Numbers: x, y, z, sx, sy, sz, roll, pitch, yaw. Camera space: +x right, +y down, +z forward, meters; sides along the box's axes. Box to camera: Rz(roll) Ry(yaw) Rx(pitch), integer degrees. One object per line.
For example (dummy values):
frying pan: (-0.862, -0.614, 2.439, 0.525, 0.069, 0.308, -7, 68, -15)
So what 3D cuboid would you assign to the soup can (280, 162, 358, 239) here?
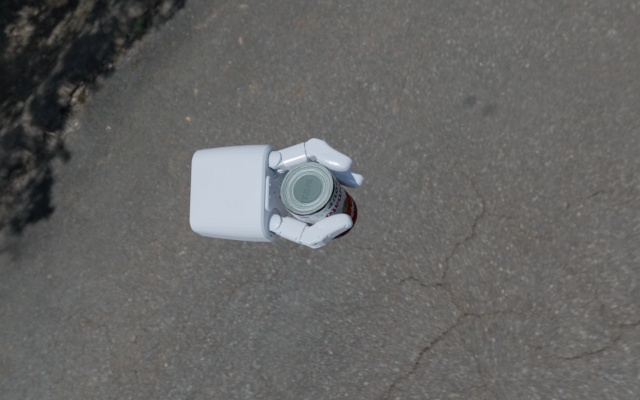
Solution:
soup can: (0.000, 0.002, 0.588, 0.068, 0.068, 0.102, 0, -20, 20)
